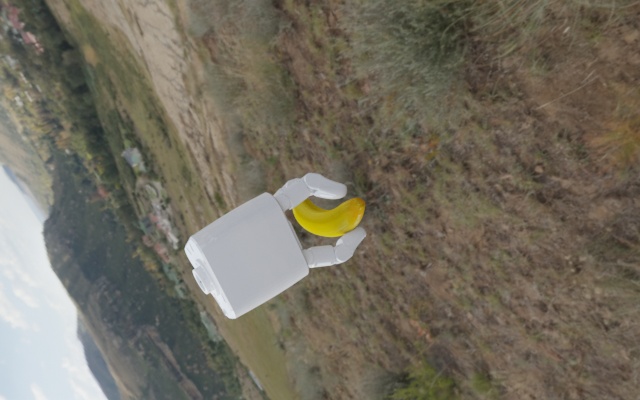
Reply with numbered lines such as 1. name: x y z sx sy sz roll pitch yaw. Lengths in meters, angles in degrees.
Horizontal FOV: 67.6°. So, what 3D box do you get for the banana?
1. banana: 0.004 0.018 0.666 0.037 0.070 0.198 -27 21 -25
